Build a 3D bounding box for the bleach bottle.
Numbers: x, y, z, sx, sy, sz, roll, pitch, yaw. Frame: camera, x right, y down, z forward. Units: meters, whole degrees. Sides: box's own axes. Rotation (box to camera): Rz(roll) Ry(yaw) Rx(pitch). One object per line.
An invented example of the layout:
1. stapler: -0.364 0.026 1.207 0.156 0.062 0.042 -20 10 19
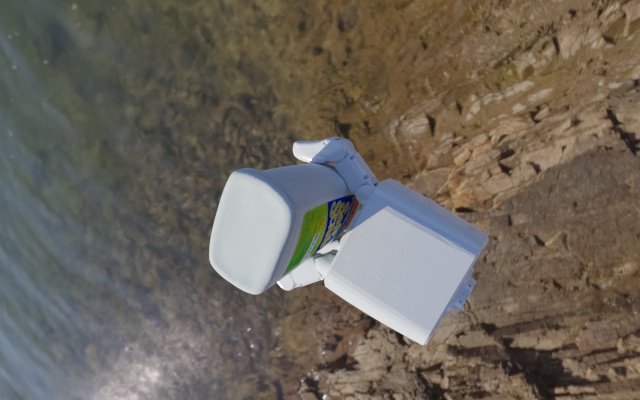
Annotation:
1. bleach bottle: 0.000 0.002 0.475 0.068 0.103 0.251 30 25 19
